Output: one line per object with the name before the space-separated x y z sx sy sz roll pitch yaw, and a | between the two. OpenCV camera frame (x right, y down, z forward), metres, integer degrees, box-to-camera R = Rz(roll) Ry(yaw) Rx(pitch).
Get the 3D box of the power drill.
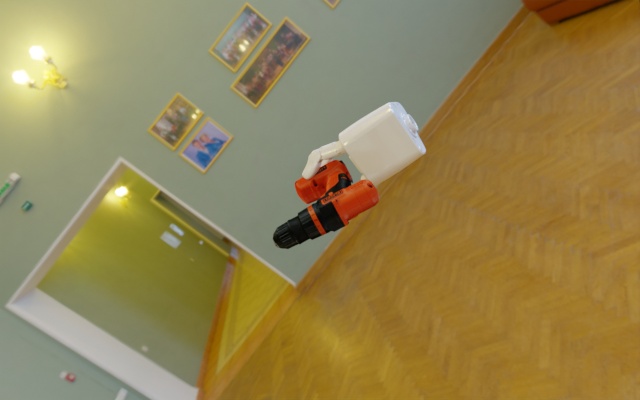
power drill | 0.000 0.002 0.826 0.184 0.057 0.187 -26 22 3
